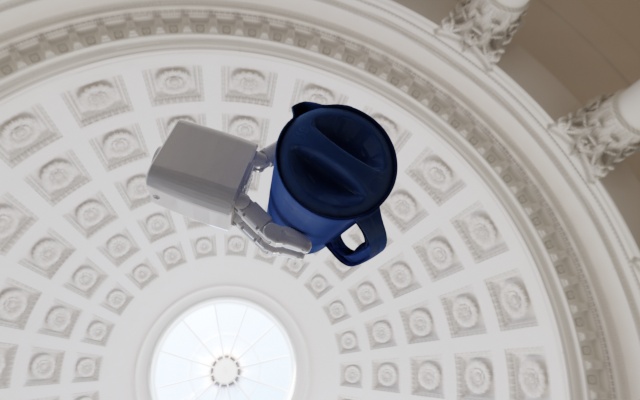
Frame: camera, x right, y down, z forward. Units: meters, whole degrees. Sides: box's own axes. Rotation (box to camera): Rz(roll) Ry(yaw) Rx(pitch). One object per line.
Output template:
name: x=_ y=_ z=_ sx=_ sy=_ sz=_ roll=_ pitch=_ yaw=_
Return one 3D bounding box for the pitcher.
pitcher: x=0.000 y=0.002 z=0.604 sx=0.145 sy=0.149 sz=0.243 roll=17 pitch=-21 yaw=-6
